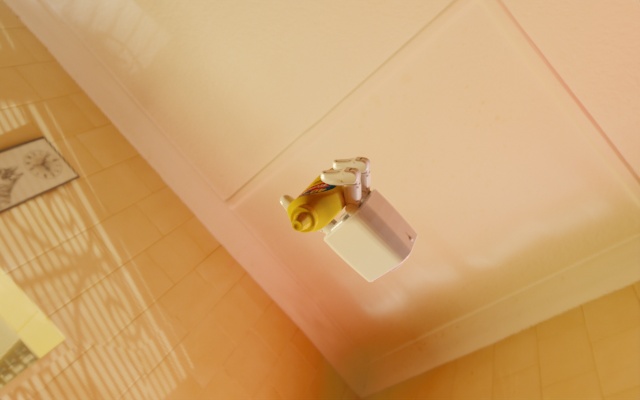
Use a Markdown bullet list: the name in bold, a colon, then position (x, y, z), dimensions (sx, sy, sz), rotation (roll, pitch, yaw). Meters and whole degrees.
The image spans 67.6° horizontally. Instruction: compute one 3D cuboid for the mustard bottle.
- **mustard bottle**: position (0.000, 0.002, 0.754), dimensions (0.096, 0.058, 0.191), rotation (-17, 15, 26)
